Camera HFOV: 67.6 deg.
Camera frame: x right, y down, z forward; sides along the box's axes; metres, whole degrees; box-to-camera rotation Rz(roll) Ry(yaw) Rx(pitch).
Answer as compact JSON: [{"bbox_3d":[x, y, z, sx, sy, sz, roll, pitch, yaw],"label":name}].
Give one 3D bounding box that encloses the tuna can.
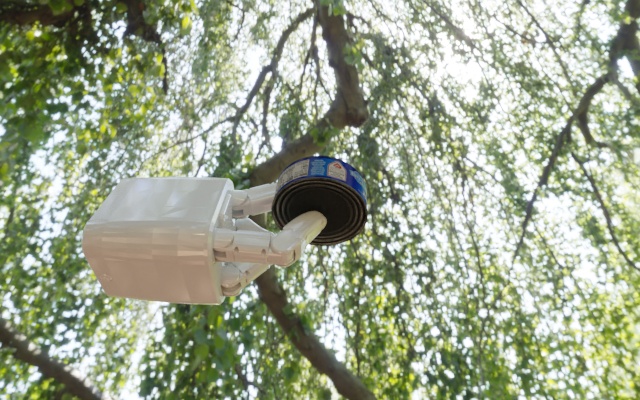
[{"bbox_3d":[0.000,0.001,0.434,0.086,0.086,0.033,0,44,5],"label":"tuna can"}]
